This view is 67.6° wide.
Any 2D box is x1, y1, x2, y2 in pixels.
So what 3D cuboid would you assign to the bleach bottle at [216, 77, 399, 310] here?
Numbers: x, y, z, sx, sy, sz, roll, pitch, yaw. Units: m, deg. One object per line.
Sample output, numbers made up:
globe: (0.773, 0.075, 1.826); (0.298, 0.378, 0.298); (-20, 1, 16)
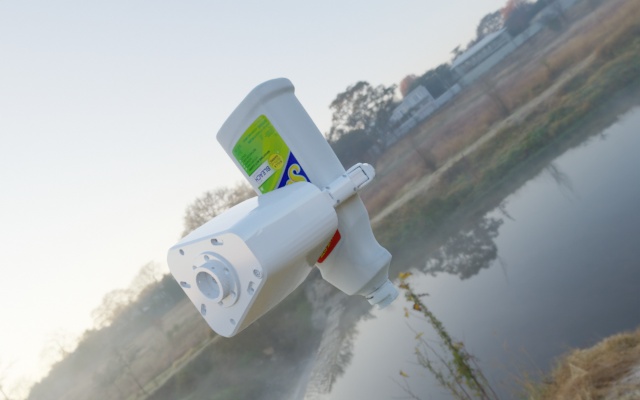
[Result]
bleach bottle: (0.000, 0.002, 0.499); (0.103, 0.251, 0.068); (-39, -3, 37)
